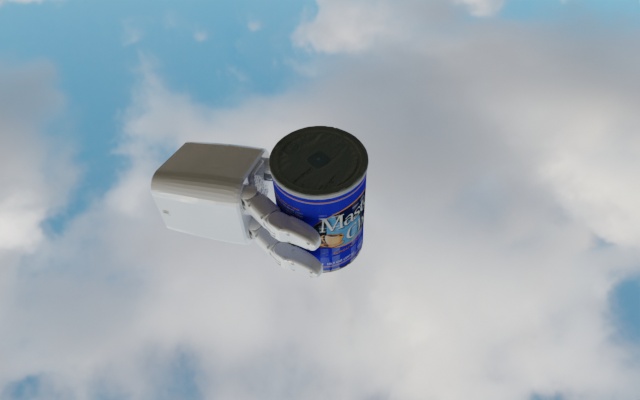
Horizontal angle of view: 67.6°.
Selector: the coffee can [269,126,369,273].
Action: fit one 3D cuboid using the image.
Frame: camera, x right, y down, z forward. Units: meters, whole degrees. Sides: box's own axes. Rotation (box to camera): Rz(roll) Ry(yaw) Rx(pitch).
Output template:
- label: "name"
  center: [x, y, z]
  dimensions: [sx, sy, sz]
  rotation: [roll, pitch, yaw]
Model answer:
- label: "coffee can"
  center: [0.000, 0.002, 0.542]
  dimensions: [0.103, 0.102, 0.140]
  rotation: [0, -40, 2]
